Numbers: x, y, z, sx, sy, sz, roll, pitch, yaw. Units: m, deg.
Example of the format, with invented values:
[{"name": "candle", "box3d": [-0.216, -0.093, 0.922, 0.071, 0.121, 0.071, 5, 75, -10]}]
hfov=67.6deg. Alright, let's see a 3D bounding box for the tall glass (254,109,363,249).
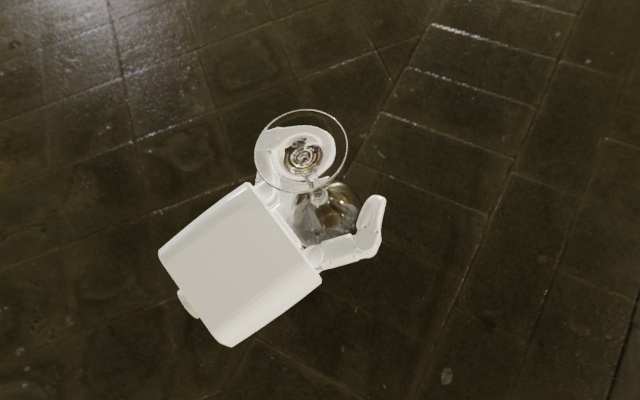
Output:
[{"name": "tall glass", "box3d": [0.000, 0.001, 0.456, 0.079, 0.079, 0.201, 0, -24, 10]}]
